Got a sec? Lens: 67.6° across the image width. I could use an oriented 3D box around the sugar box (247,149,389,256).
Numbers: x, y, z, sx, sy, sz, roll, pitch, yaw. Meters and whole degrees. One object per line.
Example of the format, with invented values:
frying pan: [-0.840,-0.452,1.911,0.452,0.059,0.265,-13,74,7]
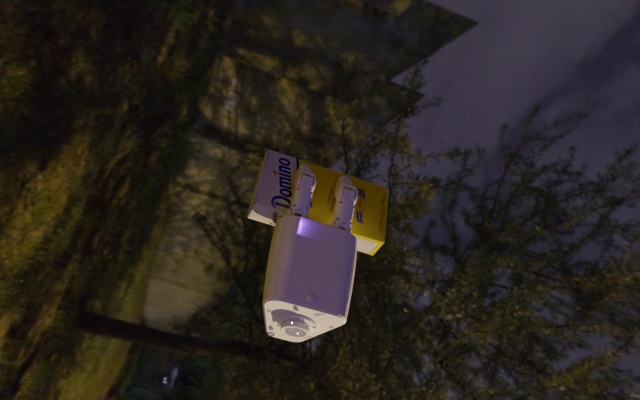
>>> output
sugar box: [0.000,0.002,0.632,0.176,0.093,0.048,18,-37,-12]
